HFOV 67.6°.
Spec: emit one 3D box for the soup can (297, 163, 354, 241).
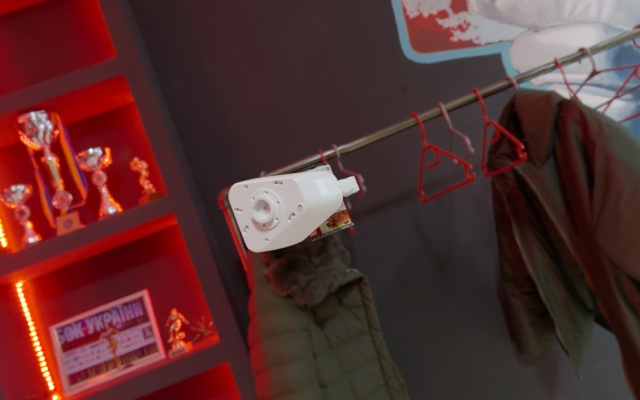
[{"bbox_3d":[0.000,0.002,0.724,0.068,0.102,0.068,-22,-5,-2],"label":"soup can"}]
